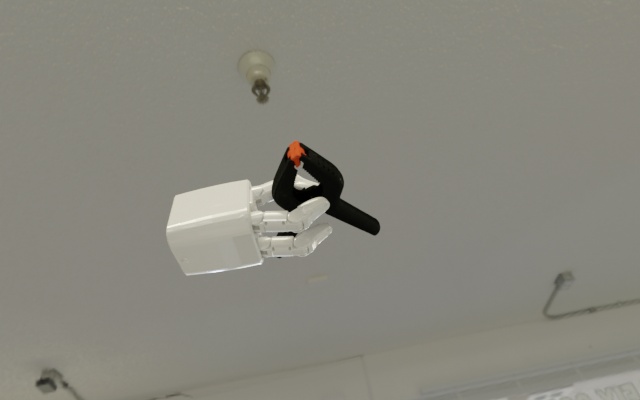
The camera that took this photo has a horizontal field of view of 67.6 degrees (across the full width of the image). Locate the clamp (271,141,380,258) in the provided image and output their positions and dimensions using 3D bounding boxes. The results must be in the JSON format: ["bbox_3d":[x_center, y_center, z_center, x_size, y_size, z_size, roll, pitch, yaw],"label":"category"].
[{"bbox_3d":[0.000,0.001,0.646,0.164,0.036,0.210,-10,-40,-2],"label":"clamp"}]
